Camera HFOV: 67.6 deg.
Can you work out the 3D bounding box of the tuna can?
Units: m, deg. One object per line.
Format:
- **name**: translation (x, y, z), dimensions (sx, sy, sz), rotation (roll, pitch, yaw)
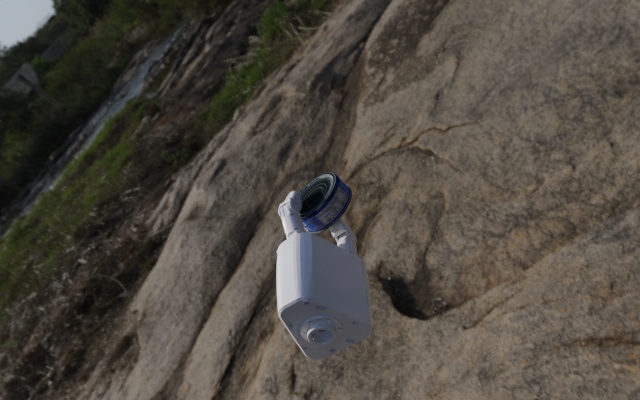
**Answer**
- **tuna can**: translation (0.000, 0.002, 0.661), dimensions (0.034, 0.086, 0.086), rotation (43, -22, -26)
